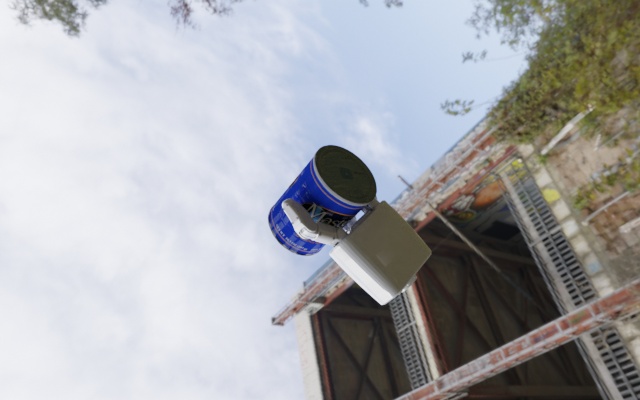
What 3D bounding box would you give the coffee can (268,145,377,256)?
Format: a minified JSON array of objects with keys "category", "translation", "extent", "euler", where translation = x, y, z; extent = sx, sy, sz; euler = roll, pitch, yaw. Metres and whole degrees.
[{"category":"coffee can","translation":[0.000,0.002,0.700],"extent":[0.103,0.102,0.140],"euler":[0,-35,-40]}]
